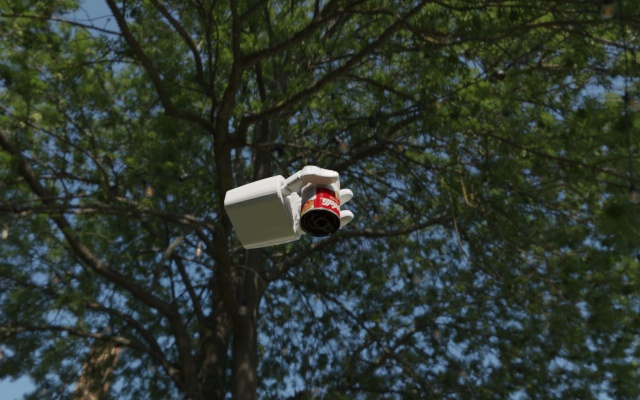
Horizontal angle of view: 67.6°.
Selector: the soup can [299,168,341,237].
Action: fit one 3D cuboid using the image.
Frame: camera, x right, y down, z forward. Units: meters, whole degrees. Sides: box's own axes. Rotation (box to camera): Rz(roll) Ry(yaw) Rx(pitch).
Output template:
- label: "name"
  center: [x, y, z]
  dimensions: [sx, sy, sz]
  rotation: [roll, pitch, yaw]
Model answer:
- label: "soup can"
  center: [0.001, 0.002, 0.814]
  dimensions: [0.068, 0.069, 0.102]
  rotation: [0, 44, 2]
